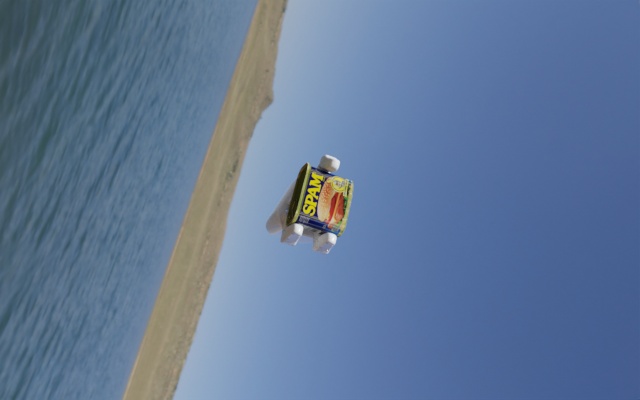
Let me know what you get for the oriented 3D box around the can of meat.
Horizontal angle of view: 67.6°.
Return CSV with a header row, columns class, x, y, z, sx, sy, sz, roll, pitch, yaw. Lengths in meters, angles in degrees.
class,x,y,z,sx,sy,sz,roll,pitch,yaw
can of meat,0.000,0.002,0.762,0.084,0.102,0.057,19,-20,-15
